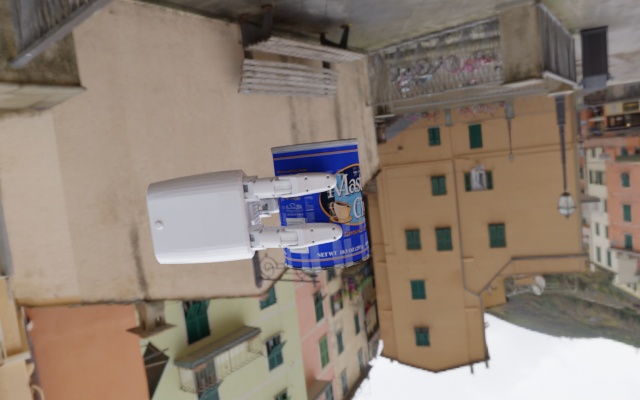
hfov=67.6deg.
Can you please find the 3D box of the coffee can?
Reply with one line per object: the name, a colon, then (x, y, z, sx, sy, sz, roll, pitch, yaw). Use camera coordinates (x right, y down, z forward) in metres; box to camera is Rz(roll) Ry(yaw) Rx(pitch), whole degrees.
coffee can: (0.000, 0.002, 0.566, 0.103, 0.140, 0.103, -6, 6, 1)
